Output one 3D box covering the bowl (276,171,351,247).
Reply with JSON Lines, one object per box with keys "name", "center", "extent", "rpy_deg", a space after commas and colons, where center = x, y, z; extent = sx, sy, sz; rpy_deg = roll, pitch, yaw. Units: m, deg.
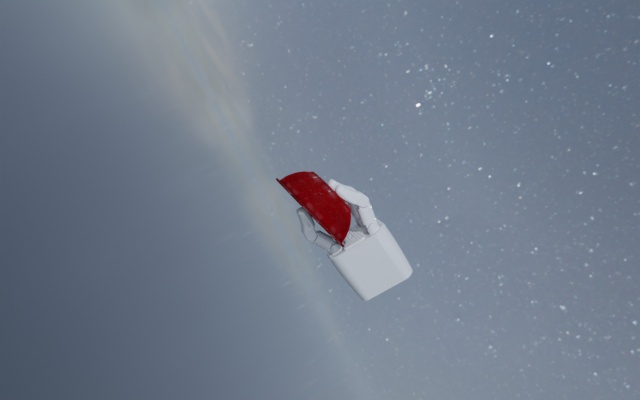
{"name": "bowl", "center": [0.000, 0.001, 0.797], "extent": [0.162, 0.055, 0.162], "rpy_deg": [45, -1, 1]}
